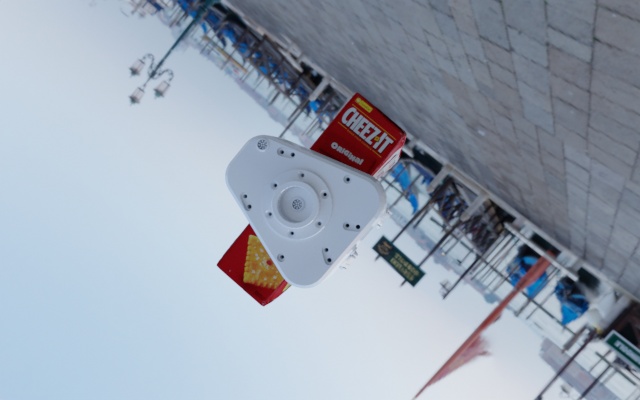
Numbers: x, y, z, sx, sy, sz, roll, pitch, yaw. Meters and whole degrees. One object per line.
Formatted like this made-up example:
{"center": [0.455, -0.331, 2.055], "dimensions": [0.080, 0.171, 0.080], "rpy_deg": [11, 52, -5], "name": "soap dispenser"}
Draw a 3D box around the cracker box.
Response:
{"center": [0.000, 0.002, 0.524], "dimensions": [0.072, 0.214, 0.164], "rpy_deg": [41, 5, 5], "name": "cracker box"}
